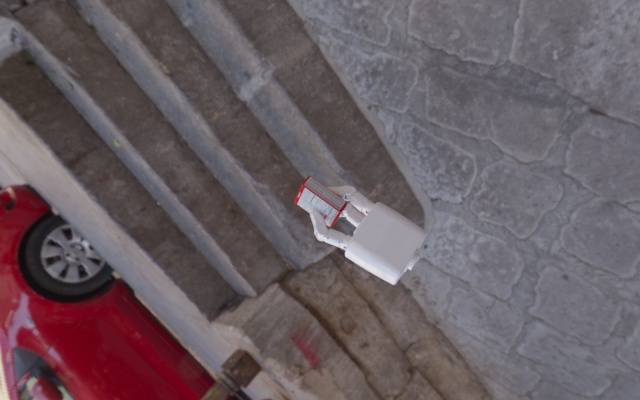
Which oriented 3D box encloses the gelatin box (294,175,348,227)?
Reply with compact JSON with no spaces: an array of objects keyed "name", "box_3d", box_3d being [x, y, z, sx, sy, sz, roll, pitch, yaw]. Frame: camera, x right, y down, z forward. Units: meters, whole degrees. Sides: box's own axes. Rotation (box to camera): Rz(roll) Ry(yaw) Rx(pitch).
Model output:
[{"name":"gelatin box","box_3d":[0.000,0.003,0.895,0.089,0.030,0.073,35,-30,3]}]
